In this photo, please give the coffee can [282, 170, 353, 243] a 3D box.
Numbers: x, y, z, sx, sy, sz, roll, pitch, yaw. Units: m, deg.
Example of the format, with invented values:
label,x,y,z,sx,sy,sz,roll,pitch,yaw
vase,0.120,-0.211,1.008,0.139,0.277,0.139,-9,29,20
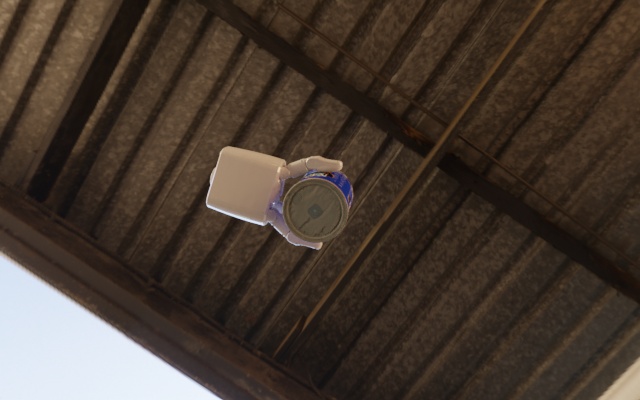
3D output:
label,x,y,z,sx,sy,sz,roll,pitch,yaw
coffee can,0.000,0.003,0.804,0.103,0.103,0.140,0,12,8
